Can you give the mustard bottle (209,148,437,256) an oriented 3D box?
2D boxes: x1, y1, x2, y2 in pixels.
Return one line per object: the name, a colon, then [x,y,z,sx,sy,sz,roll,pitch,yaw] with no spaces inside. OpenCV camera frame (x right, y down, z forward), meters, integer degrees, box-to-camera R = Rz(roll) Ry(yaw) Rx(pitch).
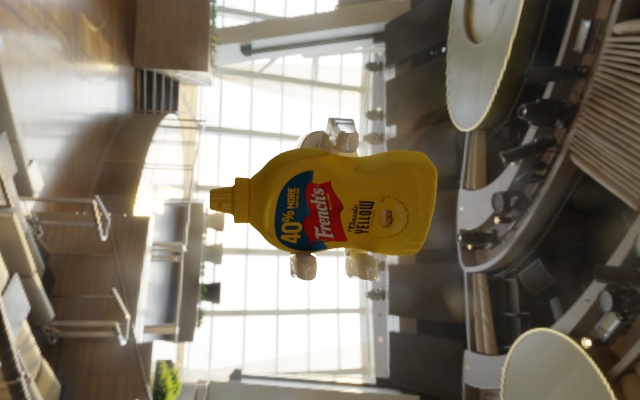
mustard bottle: [0.000,0.001,0.422,0.191,0.096,0.058,2,30,-9]
